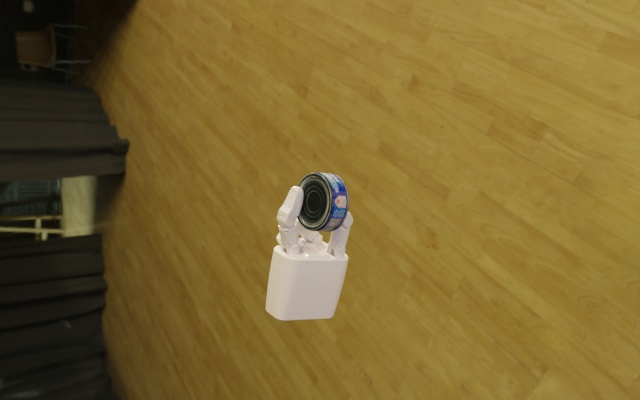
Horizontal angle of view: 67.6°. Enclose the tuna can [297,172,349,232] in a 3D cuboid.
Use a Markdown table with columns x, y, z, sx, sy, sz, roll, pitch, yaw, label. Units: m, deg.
| x | y | z | sx | sy | sz | roll | pitch | yaw | label |
| --- | --- | --- | --- | --- | --- | --- | --- | --- | --- |
| 0.000 | 0.002 | 0.689 | 0.034 | 0.086 | 0.086 | 3 | -2 | -41 | tuna can |
